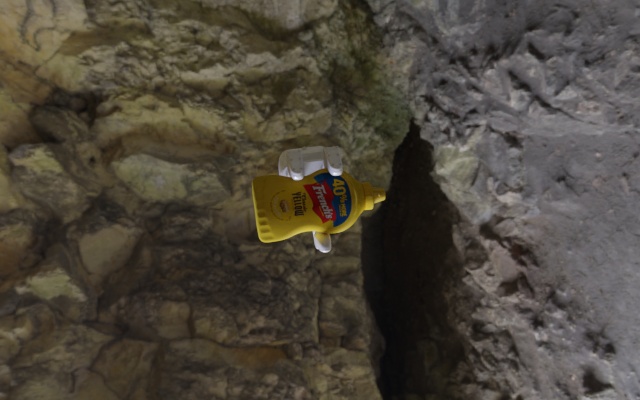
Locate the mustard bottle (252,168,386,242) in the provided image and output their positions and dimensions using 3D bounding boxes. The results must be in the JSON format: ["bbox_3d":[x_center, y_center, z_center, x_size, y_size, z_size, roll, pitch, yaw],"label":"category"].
[{"bbox_3d":[0.000,0.002,0.700,0.191,0.096,0.058,-7,-4,-6],"label":"mustard bottle"}]
